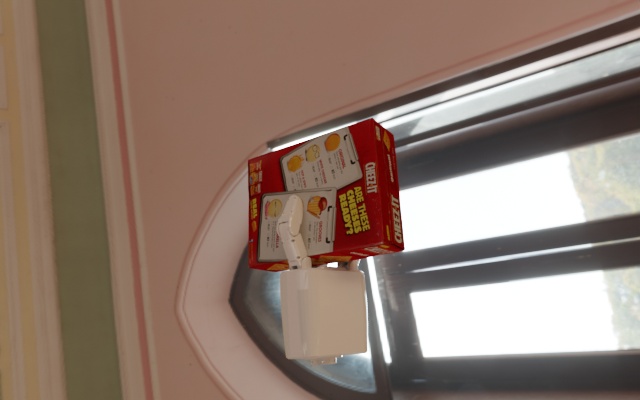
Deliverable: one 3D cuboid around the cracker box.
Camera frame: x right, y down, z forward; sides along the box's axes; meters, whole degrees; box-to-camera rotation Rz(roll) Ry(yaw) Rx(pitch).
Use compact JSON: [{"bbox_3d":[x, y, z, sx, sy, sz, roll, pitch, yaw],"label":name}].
[{"bbox_3d":[0.000,0.002,0.650,0.214,0.164,0.072,-14,-20,32],"label":"cracker box"}]
